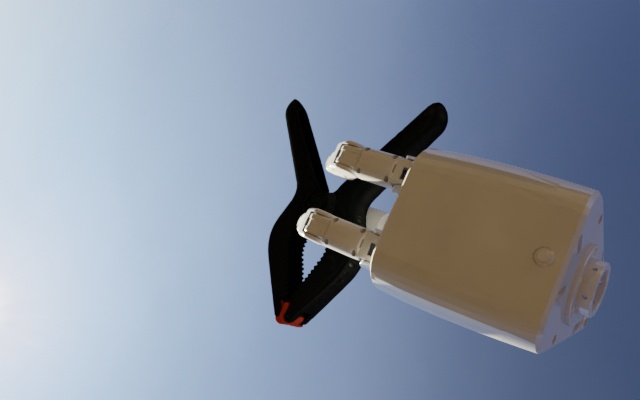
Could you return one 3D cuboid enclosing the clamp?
[{"bbox_3d":[0.000,0.002,0.414,0.164,0.210,0.036,19,-7,40],"label":"clamp"}]
